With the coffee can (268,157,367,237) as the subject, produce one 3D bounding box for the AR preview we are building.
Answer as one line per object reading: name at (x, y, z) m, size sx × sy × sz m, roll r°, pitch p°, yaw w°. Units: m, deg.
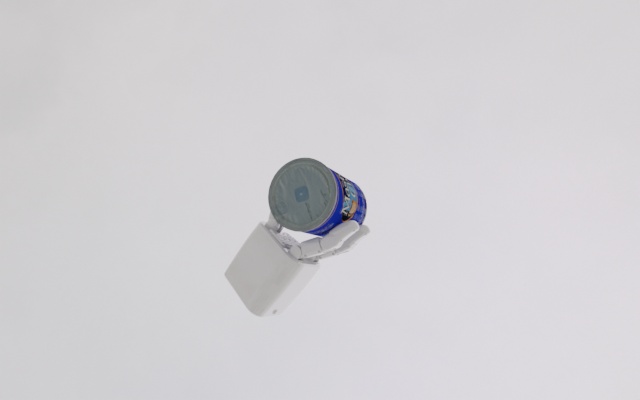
coffee can at (0.000, 0.002, 0.711) m, size 0.103 × 0.103 × 0.140 m, roll 0°, pitch -9°, yaw 23°
